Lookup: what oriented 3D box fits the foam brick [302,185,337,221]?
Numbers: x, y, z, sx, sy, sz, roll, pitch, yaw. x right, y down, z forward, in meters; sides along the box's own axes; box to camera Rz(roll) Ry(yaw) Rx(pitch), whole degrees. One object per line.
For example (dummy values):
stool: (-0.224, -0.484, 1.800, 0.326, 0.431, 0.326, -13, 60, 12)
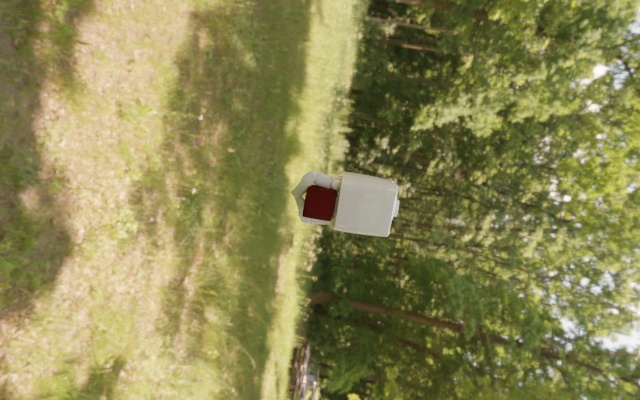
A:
foam brick: (0.000, 0.003, 0.870, 0.051, 0.053, 0.078, 10, 9, 4)
